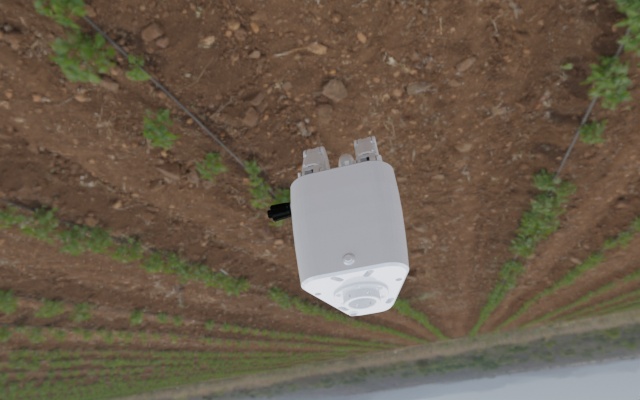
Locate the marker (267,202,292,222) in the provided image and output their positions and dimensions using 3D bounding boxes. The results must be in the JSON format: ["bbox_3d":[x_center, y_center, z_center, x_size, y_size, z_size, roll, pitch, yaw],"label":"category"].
[{"bbox_3d":[0.000,0.002,0.516,0.121,0.020,0.020,-13,-3,11],"label":"marker"}]
